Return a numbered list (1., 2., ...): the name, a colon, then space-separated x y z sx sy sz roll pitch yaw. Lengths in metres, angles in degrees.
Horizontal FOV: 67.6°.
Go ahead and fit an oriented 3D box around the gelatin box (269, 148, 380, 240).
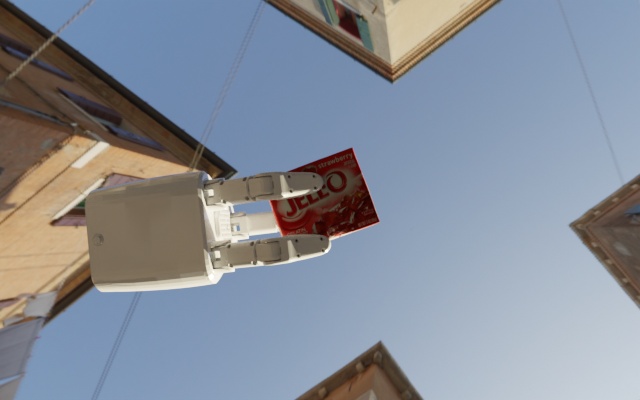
1. gelatin box: 0.000 0.001 0.438 0.089 0.073 0.030 -20 -4 -4
